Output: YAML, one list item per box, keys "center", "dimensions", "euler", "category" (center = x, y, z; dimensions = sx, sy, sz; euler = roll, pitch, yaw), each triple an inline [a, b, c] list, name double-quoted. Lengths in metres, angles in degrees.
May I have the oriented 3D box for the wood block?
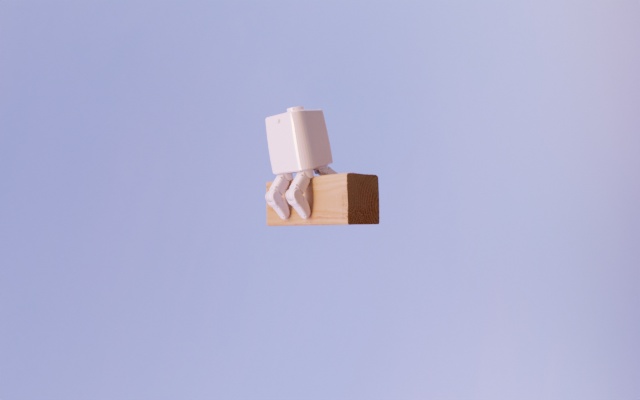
- center: [0.000, 0.003, 0.890]
  dimensions: [0.206, 0.090, 0.091]
  euler: [-3, -3, 44]
  category: "wood block"
